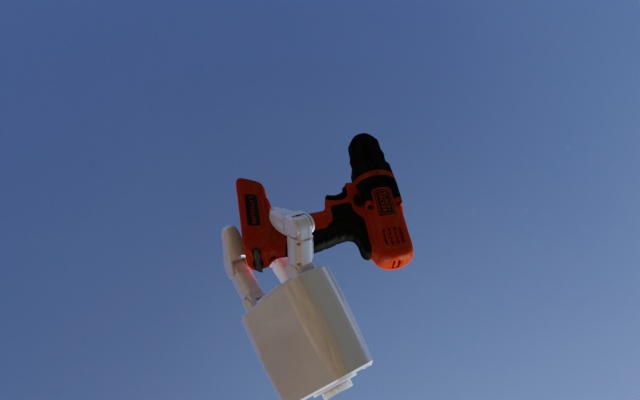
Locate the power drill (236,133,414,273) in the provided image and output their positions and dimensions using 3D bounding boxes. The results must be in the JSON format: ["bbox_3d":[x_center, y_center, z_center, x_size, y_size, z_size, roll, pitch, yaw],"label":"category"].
[{"bbox_3d":[0.000,0.002,0.552,0.187,0.184,0.057,-8,-35,-5],"label":"power drill"}]
